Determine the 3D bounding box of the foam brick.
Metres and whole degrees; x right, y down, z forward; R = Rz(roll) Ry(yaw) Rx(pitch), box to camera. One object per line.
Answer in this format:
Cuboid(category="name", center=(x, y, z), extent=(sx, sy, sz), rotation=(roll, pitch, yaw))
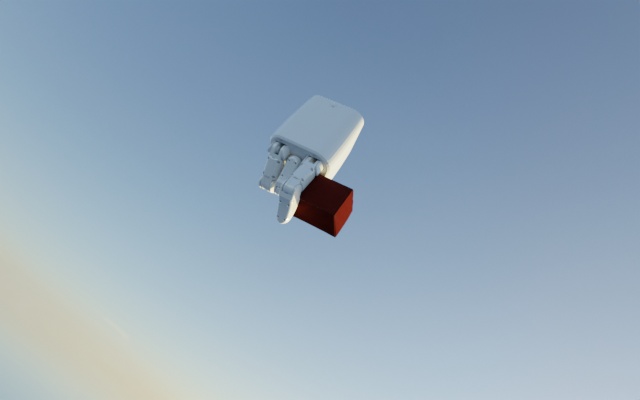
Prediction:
Cuboid(category="foam brick", center=(0.000, 0.002, 0.649), extent=(0.078, 0.051, 0.053), rotation=(26, -32, 20))
